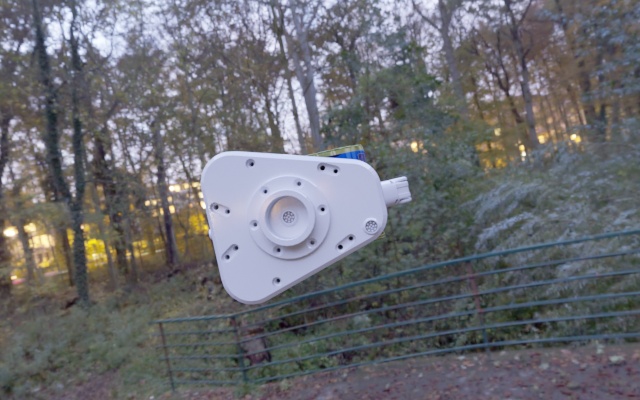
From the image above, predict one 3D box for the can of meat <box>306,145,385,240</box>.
[{"bbox_3d":[0.000,0.001,0.434,0.102,0.084,0.057,-12,0,6],"label":"can of meat"}]
